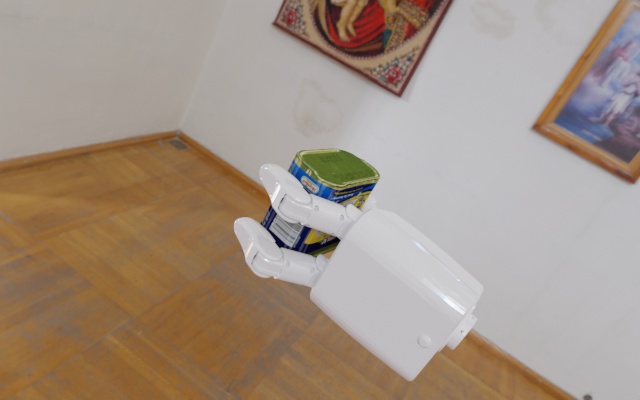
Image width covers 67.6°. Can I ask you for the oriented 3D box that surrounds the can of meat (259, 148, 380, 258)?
[{"bbox_3d":[0.000,0.001,0.437,0.057,0.084,0.102,40,27,22],"label":"can of meat"}]
